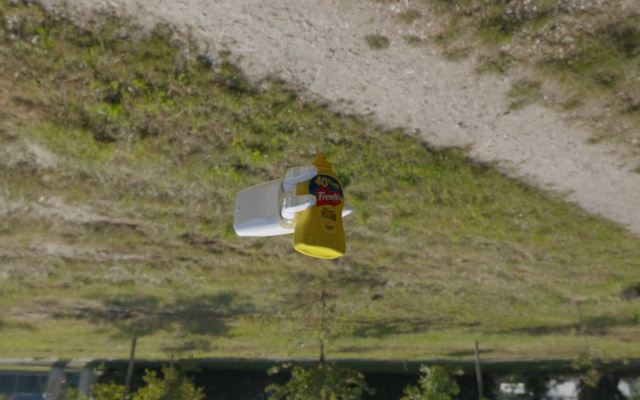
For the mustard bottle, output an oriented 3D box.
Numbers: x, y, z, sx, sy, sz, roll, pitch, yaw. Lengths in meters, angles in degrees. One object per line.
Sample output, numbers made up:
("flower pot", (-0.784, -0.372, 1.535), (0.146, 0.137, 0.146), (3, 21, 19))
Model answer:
("mustard bottle", (0.000, 0.003, 0.859), (0.096, 0.191, 0.058), (17, -29, -33))
